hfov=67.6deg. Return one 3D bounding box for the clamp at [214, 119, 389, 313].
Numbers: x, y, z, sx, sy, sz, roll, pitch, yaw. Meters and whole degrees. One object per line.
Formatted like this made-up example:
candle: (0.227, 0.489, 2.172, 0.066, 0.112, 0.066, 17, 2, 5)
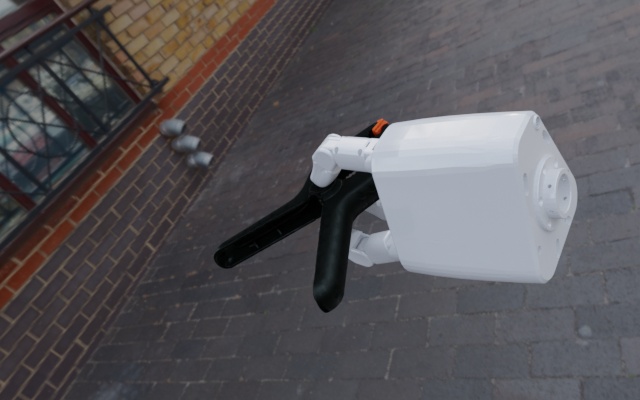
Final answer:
clamp: (0.000, 0.001, 0.445, 0.164, 0.210, 0.036, 3, -43, 43)
